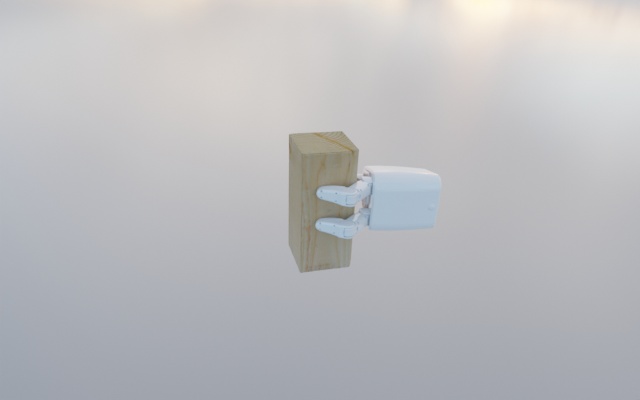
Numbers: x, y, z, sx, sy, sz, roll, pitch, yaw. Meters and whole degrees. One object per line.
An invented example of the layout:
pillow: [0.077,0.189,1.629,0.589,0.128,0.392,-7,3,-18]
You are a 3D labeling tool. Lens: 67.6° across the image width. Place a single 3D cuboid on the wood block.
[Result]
wood block: [0.000,0.002,0.769,0.090,0.206,0.090,-5,28,-14]
